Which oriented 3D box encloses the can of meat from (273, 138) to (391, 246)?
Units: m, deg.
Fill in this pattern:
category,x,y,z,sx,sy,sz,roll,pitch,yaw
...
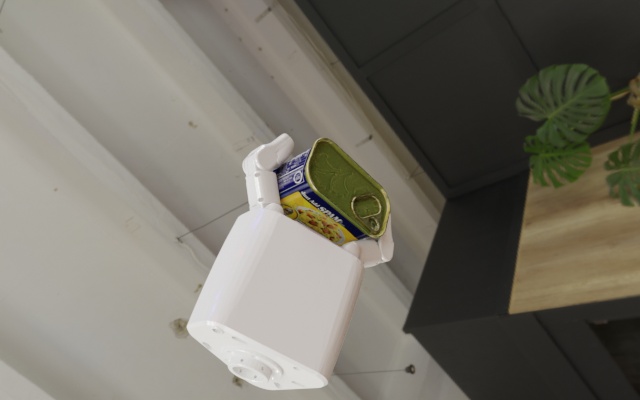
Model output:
category,x,y,z,sx,sy,sz,roll,pitch,yaw
can of meat,0.000,0.001,0.447,0.102,0.057,0.084,39,-41,-26
